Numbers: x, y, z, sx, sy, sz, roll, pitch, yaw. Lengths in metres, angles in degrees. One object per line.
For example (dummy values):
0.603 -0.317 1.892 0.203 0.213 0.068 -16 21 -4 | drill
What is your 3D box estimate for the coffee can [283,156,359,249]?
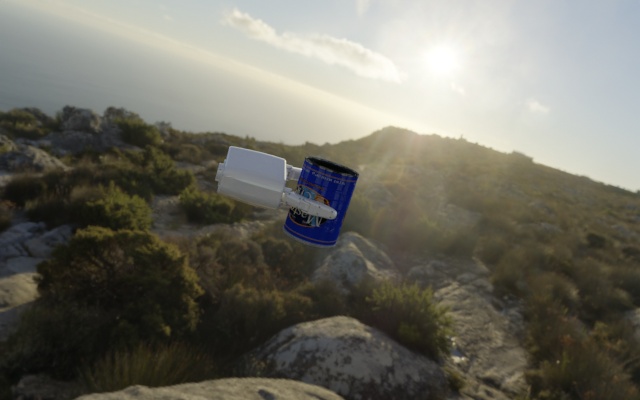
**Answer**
0.000 0.003 0.864 0.103 0.140 0.102 17 12 -4 | coffee can
